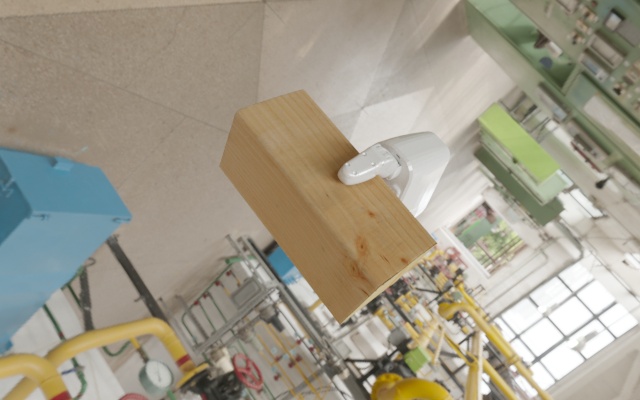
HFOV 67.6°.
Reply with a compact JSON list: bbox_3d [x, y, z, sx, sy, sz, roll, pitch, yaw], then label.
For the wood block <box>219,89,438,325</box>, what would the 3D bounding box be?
[{"bbox_3d":[0.001,0.001,0.471,0.090,0.206,0.091,-28,-19,-37],"label":"wood block"}]
